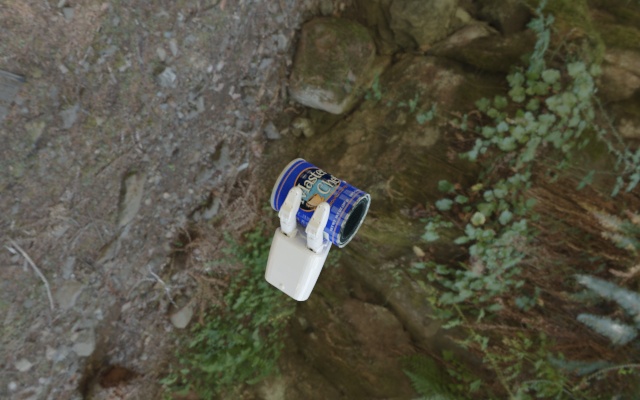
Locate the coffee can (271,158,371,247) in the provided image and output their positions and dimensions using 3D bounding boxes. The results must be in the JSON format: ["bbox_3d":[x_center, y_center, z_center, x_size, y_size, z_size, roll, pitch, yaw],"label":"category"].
[{"bbox_3d":[0.000,0.002,0.825,0.140,0.103,0.103,29,10,19],"label":"coffee can"}]
